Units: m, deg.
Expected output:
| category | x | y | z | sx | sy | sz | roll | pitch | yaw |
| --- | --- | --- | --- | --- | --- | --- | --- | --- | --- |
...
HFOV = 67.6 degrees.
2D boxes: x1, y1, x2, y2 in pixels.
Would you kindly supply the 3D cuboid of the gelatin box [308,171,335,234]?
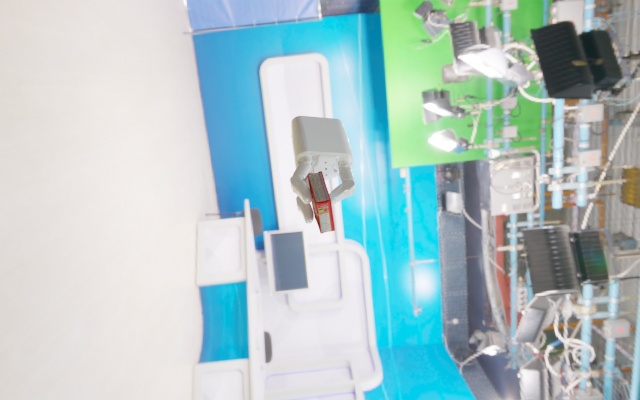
| category | x | y | z | sx | sy | sz | roll | pitch | yaw |
| --- | --- | --- | --- | --- | --- | --- | --- | --- | --- |
| gelatin box | 0.001 | 0.003 | 0.852 | 0.030 | 0.073 | 0.089 | -12 | 40 | -5 |
